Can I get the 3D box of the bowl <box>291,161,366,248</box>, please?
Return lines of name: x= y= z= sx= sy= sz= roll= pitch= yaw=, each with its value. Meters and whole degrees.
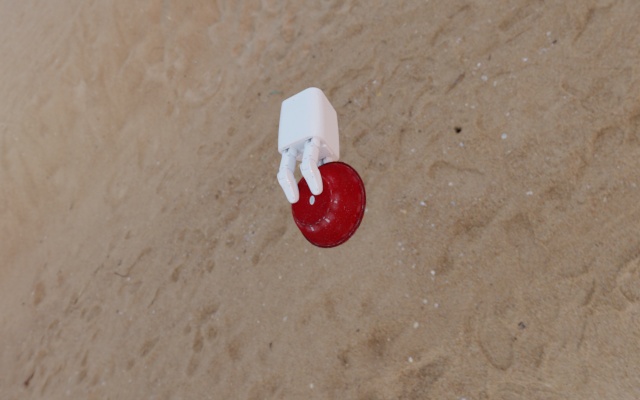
bowl: x=0.000 y=0.004 z=0.850 sx=0.162 sy=0.162 sz=0.055 roll=0 pitch=-9 yaw=40
